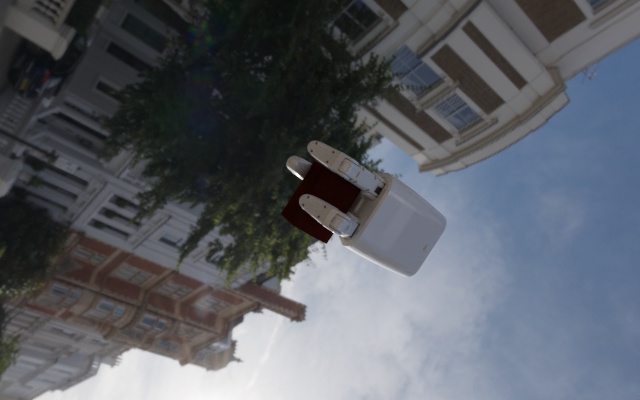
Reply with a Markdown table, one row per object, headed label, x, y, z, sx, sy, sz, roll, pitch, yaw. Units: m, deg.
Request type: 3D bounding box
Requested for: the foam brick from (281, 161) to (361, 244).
| label | x | y | z | sx | sy | sz | roll | pitch | yaw |
| --- | --- | --- | --- | --- | --- | --- | --- | --- | --- |
| foam brick | 0.000 | 0.002 | 0.561 | 0.051 | 0.078 | 0.053 | 32 | 3 | -23 |
